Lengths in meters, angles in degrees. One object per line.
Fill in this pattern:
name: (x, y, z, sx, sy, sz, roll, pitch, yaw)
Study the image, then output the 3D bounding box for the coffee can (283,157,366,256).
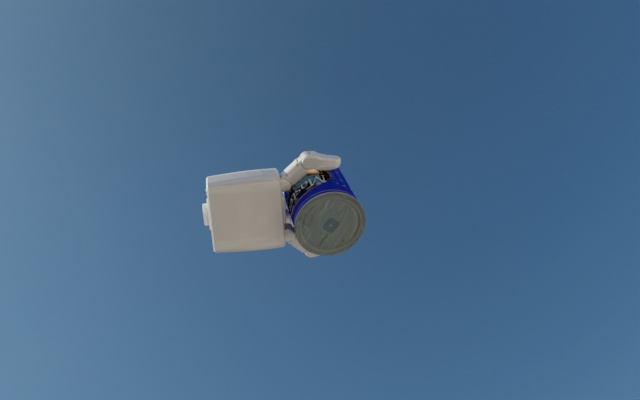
coffee can: (0.000, 0.002, 0.728, 0.103, 0.103, 0.140, 0, 29, -14)
